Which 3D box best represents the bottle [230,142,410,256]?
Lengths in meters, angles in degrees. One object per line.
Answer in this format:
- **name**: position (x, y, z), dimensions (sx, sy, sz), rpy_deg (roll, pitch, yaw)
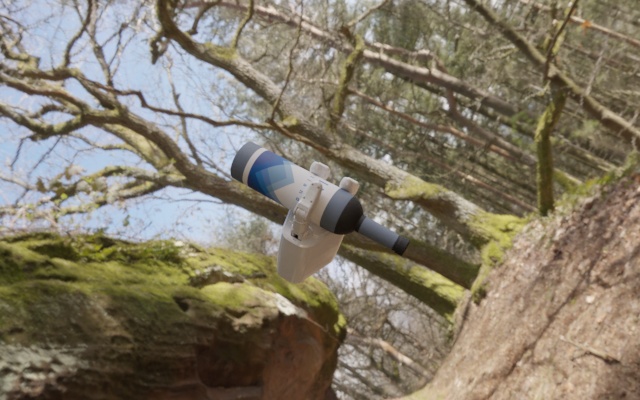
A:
- **bottle**: position (0.000, 0.002, 0.735), dimensions (0.295, 0.069, 0.069), rpy_deg (28, 7, 14)
